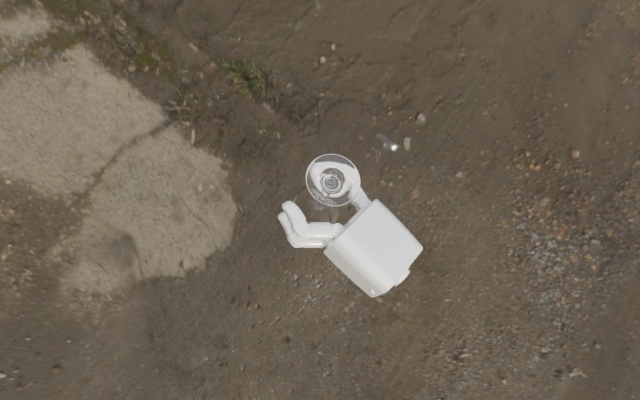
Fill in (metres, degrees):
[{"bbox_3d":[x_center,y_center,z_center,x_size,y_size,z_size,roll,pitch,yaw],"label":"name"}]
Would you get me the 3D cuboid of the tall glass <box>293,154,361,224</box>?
[{"bbox_3d":[0.000,0.002,0.721,0.079,0.079,0.201,0,-17,-10],"label":"tall glass"}]
